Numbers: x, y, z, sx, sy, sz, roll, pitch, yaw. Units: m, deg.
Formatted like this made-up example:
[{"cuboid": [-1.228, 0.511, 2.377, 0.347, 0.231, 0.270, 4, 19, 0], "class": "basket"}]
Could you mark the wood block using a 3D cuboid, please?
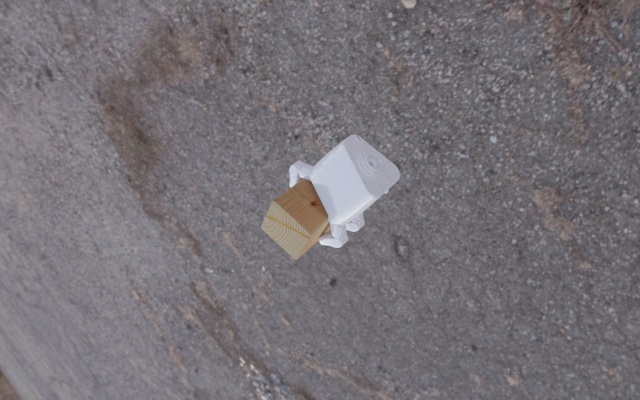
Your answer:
[{"cuboid": [0.000, 0.003, 0.883, 0.206, 0.091, 0.090, -39, -14, -40], "class": "wood block"}]
